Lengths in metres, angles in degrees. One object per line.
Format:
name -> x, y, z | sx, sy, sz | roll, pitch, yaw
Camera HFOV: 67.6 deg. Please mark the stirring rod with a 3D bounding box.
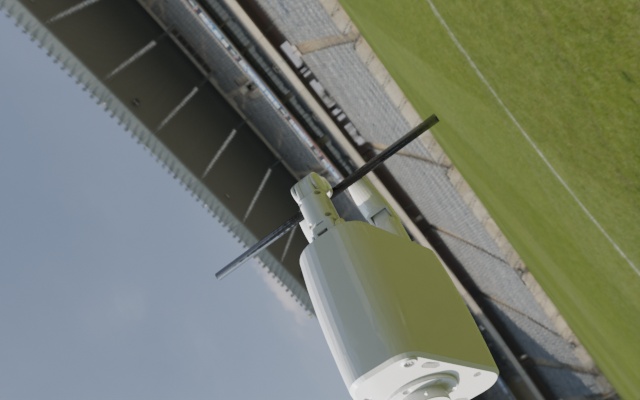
stirring rod -> 0.000, 0.001, 0.415 | 0.239, 0.011, 0.011 | -36, -9, 13
